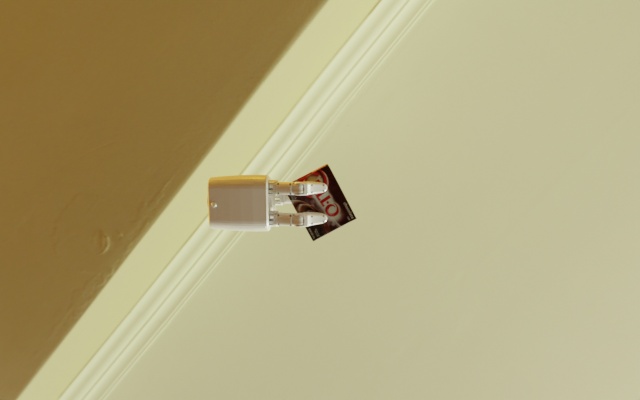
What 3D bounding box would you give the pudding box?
[{"bbox_3d":[0.000,0.003,0.864,0.090,0.113,0.039,-28,8,5],"label":"pudding box"}]
